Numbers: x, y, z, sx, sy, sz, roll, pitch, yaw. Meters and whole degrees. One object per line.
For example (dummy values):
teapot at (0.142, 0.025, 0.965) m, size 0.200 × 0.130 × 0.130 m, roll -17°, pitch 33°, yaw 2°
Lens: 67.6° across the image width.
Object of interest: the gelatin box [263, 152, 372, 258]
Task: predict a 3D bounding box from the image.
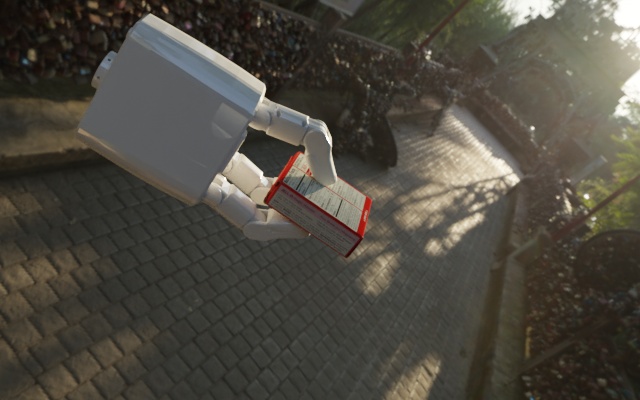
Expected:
gelatin box at (0.001, 0.001, 0.432) m, size 0.089 × 0.030 × 0.073 m, roll 33°, pitch 28°, yaw -6°
